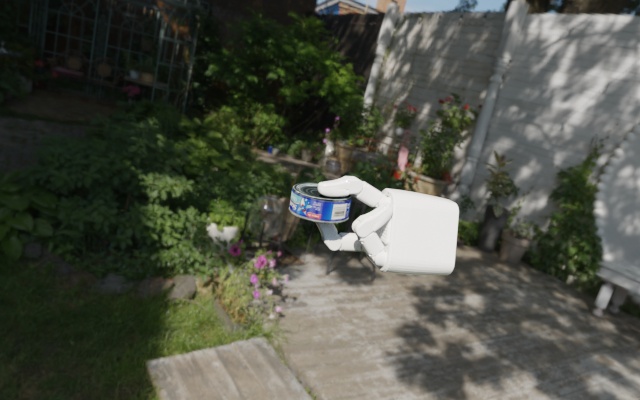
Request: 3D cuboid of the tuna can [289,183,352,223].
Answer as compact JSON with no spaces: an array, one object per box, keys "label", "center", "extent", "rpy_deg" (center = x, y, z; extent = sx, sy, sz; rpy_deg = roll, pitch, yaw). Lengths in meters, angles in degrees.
[{"label":"tuna can","center":[0.000,0.002,0.670],"extent":[0.086,0.034,0.086],"rpy_deg":[8,16,-2]}]
